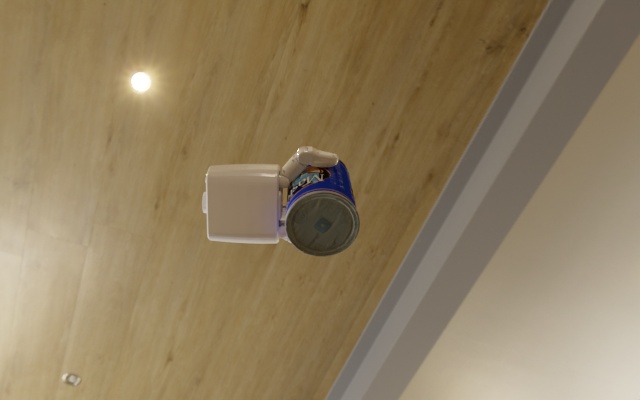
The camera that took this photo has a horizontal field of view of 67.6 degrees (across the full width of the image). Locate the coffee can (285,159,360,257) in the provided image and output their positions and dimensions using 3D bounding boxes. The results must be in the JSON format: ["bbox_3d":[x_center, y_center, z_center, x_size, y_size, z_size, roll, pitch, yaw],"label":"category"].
[{"bbox_3d":[0.000,0.002,0.712,0.103,0.103,0.140,0,28,-3],"label":"coffee can"}]
